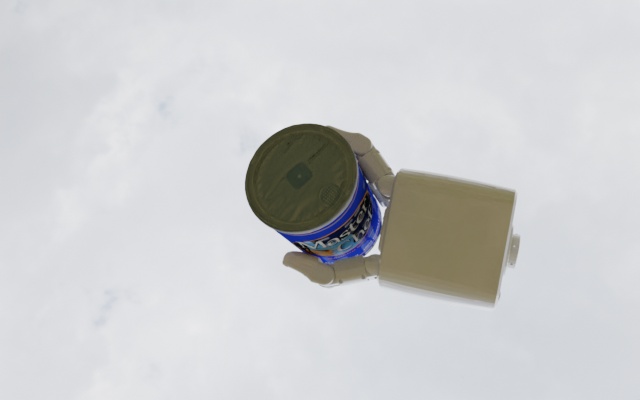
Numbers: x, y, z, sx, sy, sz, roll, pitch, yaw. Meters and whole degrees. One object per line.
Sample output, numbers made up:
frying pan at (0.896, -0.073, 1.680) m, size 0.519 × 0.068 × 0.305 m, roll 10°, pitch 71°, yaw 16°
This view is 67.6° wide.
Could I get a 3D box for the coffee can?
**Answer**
coffee can at (0.000, 0.002, 0.475) m, size 0.103 × 0.102 × 0.140 m, roll 0°, pitch -19°, yaw 17°
